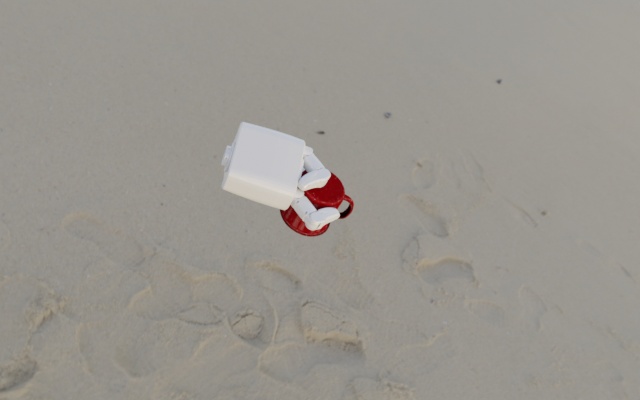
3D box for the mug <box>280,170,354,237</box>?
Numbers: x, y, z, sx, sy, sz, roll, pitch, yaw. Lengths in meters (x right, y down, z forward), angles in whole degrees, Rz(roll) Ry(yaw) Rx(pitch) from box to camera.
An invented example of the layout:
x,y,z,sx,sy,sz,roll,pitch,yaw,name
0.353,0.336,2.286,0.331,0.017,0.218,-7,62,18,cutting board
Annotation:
x,y,z,sx,sy,sz,roll,pitch,yaw,name
0.002,0.003,0.795,0.117,0.093,0.081,16,-44,-16,mug
